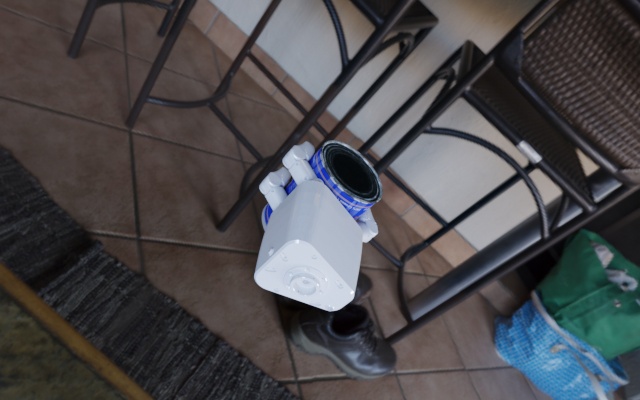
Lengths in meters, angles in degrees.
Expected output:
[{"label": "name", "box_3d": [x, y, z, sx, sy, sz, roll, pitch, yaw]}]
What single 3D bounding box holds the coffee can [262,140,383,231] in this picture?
[{"label": "coffee can", "box_3d": [0.000, 0.002, 0.651, 0.103, 0.102, 0.140, 0, -36, -48]}]
